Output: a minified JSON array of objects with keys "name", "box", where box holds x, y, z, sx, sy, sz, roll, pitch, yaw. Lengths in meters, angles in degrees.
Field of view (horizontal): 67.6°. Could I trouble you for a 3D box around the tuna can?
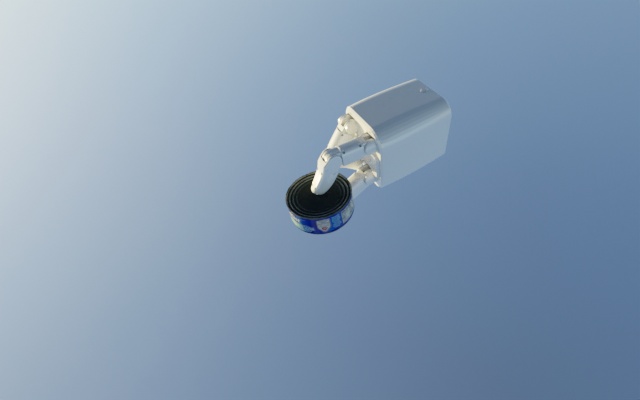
[{"name":"tuna can","box":[0.000,0.002,0.615,0.086,0.086,0.034,0,-44,14]}]
